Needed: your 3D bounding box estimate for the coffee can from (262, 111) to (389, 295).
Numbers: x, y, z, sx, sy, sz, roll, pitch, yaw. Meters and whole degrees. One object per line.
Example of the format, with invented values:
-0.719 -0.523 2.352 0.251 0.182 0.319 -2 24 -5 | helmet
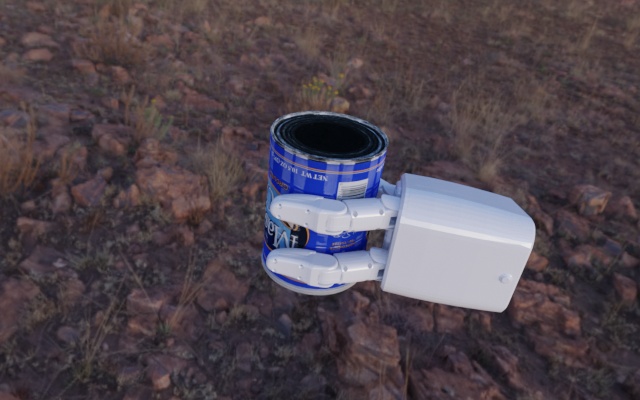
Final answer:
0.000 0.002 0.445 0.103 0.140 0.102 6 31 -3 | coffee can
